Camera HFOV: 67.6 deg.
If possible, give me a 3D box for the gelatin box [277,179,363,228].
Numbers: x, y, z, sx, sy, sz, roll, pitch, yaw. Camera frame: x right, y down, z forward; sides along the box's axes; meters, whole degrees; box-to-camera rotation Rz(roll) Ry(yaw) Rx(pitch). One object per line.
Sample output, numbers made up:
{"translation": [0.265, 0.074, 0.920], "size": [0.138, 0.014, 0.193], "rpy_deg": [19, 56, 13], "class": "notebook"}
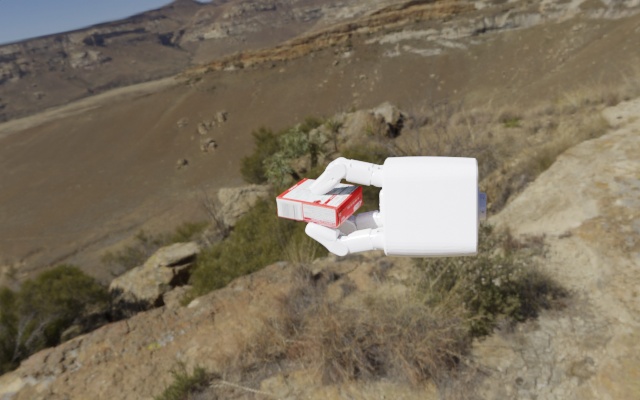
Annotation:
{"translation": [0.000, 0.002, 0.613], "size": [0.089, 0.030, 0.073], "rpy_deg": [10, 27, 26], "class": "gelatin box"}
